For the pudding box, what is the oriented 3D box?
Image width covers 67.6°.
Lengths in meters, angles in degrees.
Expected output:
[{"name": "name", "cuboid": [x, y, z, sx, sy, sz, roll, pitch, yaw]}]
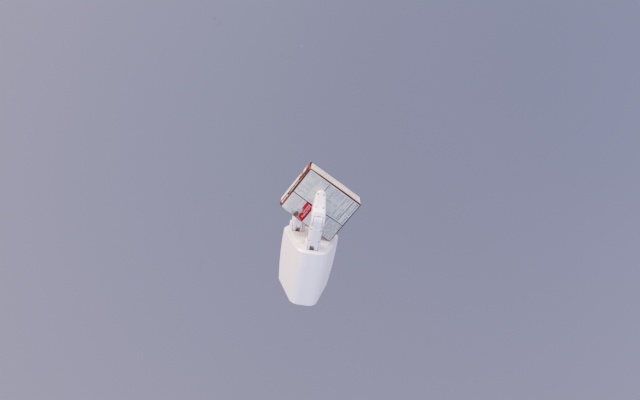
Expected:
[{"name": "pudding box", "cuboid": [0.000, 0.003, 0.818, 0.113, 0.090, 0.039, 35, 16, -14]}]
